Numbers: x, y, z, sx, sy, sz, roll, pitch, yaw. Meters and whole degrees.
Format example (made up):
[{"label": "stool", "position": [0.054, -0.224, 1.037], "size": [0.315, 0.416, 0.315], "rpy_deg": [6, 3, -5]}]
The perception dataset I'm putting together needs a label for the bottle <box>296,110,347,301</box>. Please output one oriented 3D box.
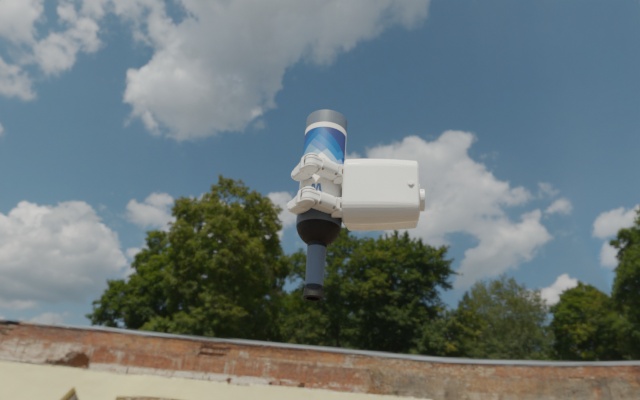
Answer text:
[{"label": "bottle", "position": [0.000, 0.002, 0.710], "size": [0.069, 0.295, 0.069], "rpy_deg": [4, -28, 2]}]
